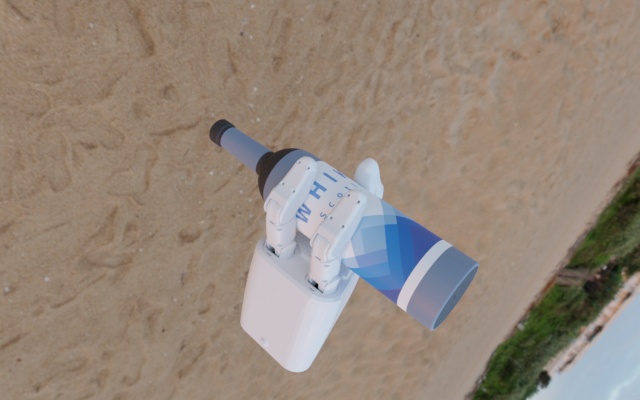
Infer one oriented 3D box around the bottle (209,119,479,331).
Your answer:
[{"bbox_3d":[0.000,0.002,0.446,0.295,0.069,0.069,35,17,26],"label":"bottle"}]
